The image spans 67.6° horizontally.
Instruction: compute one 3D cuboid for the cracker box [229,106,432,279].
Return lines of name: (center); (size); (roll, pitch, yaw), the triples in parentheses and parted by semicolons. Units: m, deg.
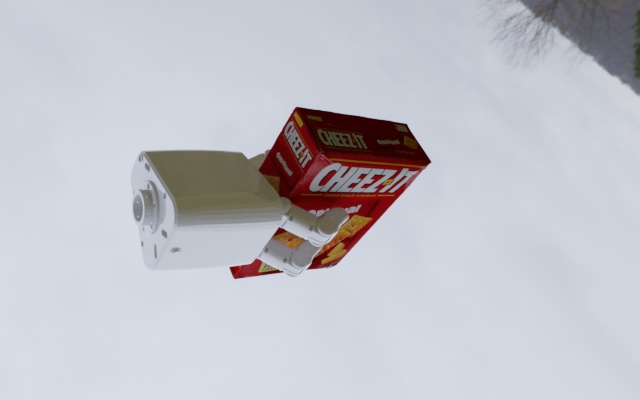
cracker box: (0.000, 0.002, 0.554); (0.164, 0.072, 0.214); (0, -39, -39)
